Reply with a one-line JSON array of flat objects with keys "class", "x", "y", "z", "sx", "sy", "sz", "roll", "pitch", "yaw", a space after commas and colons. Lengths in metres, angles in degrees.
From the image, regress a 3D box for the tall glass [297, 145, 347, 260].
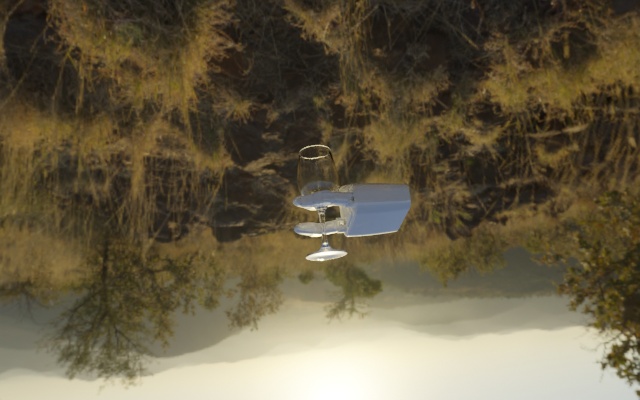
[{"class": "tall glass", "x": 0.000, "y": 0.003, "z": 0.871, "sx": 0.079, "sy": 0.201, "sz": 0.079, "roll": -6, "pitch": -17, "yaw": -2}]
